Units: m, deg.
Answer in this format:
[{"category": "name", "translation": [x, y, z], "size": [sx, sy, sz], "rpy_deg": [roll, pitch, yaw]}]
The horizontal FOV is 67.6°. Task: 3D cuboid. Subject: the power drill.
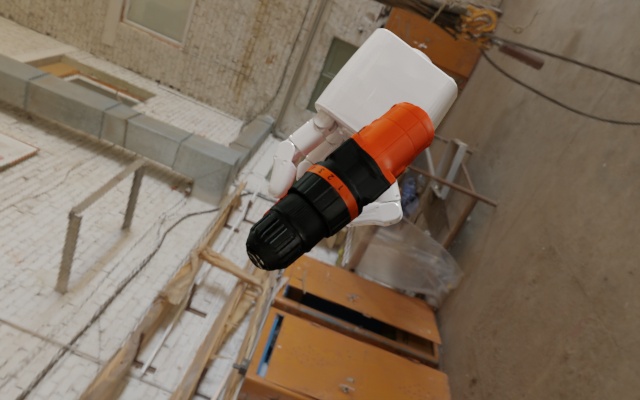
[{"category": "power drill", "translation": [0.000, 0.001, 0.434], "size": [0.184, 0.057, 0.188], "rpy_deg": [-39, 2, -19]}]
